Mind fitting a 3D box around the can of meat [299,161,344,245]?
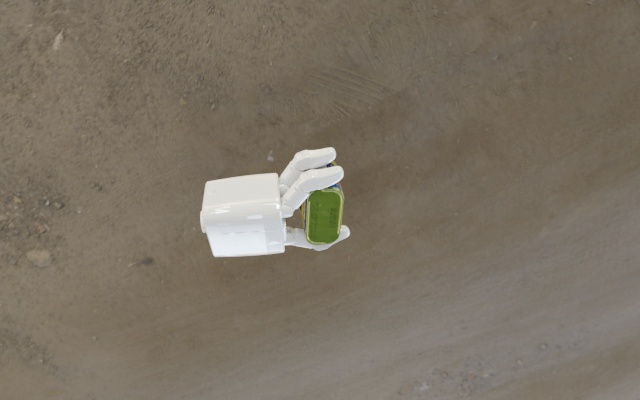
[{"bbox_3d":[0.000,0.003,0.698,0.057,0.102,0.084,-1,33,-7],"label":"can of meat"}]
